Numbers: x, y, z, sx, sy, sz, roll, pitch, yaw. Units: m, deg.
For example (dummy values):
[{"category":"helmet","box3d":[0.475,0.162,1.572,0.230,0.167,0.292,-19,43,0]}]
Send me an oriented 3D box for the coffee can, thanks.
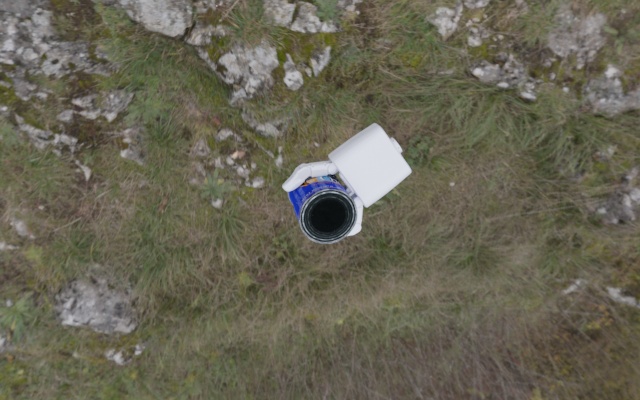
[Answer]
[{"category":"coffee can","box3d":[0.000,0.003,0.874,0.103,0.103,0.140,0,22,-13]}]
